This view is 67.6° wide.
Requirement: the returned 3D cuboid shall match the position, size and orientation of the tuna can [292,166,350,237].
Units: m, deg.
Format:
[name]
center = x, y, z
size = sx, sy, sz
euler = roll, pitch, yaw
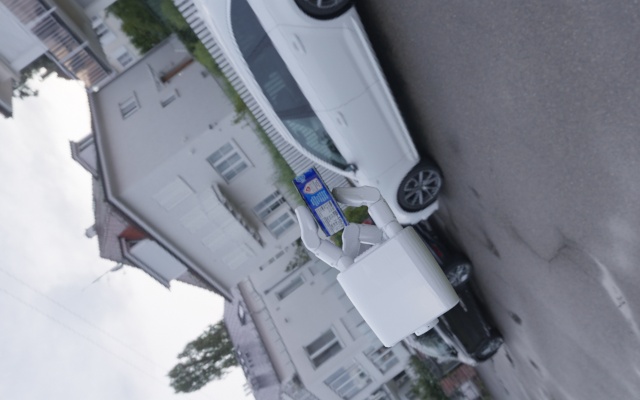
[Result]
[tuna can]
center = 0.000, 0.002, 0.592
size = 0.034, 0.086, 0.086
euler = -31, 0, 0
